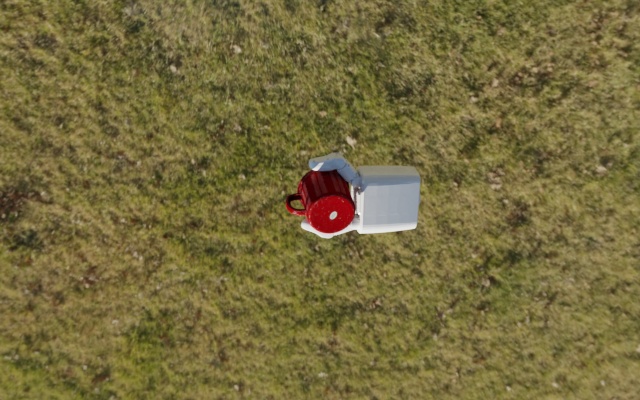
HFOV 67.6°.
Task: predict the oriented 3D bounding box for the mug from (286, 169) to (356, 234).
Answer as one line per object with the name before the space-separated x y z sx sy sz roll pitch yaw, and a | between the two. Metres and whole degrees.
mug | -0.001 0.003 0.802 0.117 0.093 0.081 -3 33 -10
